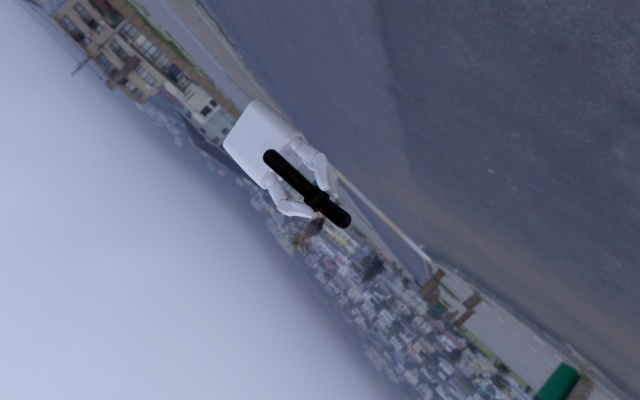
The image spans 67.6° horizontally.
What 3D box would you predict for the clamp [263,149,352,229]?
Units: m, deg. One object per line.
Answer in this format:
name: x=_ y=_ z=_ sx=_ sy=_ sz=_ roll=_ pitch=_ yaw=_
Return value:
clamp: x=0.000 y=0.003 z=0.765 sx=0.164 sy=0.036 sz=0.210 roll=42 pitch=-1 yaw=21
